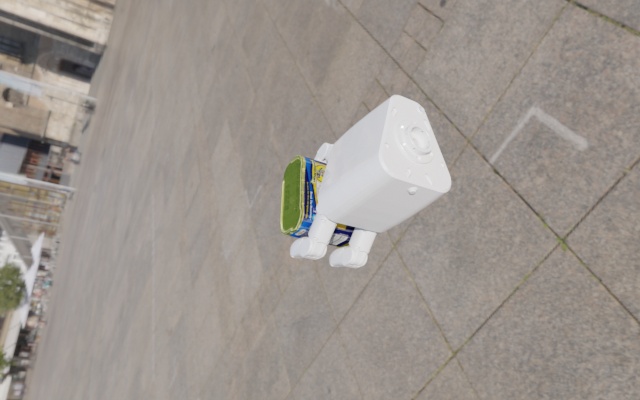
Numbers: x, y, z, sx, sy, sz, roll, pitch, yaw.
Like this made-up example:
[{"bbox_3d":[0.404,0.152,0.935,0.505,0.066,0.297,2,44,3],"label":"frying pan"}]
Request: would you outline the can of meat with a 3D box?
[{"bbox_3d":[0.000,0.002,0.582,0.084,0.102,0.057,15,-28,-28],"label":"can of meat"}]
